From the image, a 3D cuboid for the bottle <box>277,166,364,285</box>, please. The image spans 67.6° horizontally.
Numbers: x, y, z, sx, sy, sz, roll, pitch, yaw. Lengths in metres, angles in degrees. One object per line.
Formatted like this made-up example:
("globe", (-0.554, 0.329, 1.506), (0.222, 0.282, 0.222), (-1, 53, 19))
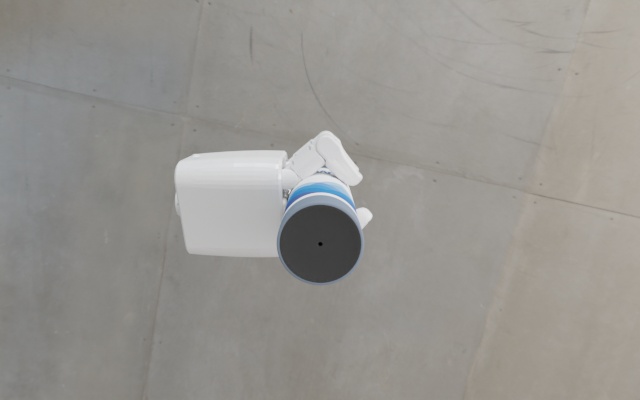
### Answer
("bottle", (0.000, 0.002, 0.503), (0.069, 0.069, 0.295), (0, 12, 0))
